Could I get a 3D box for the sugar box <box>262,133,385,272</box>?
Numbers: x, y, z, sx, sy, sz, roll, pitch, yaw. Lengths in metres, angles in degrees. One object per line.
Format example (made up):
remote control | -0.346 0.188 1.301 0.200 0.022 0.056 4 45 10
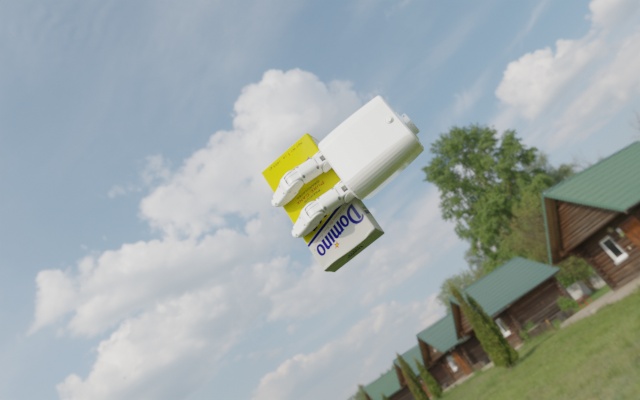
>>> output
sugar box | 0.000 0.002 0.665 0.093 0.176 0.048 -41 -25 13
